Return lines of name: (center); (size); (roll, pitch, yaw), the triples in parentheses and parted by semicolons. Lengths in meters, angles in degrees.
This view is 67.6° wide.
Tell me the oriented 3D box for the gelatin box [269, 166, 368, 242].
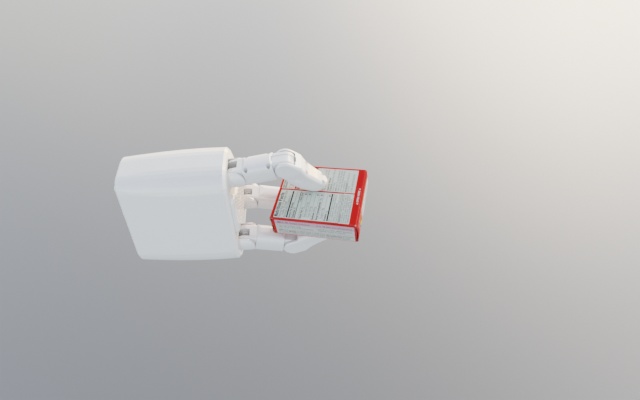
gelatin box: (0.000, 0.001, 0.488); (0.089, 0.073, 0.030); (4, -38, 12)
